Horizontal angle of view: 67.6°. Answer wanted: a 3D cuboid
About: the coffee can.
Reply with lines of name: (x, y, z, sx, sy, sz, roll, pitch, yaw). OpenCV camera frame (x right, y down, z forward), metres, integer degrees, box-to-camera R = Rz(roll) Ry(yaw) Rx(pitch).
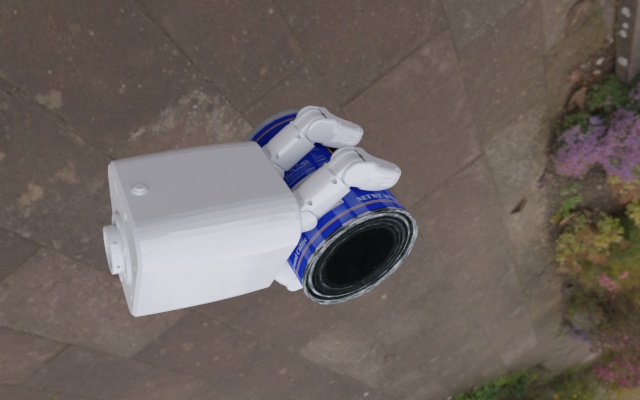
coffee can: (0.000, 0.001, 0.409, 0.103, 0.103, 0.140, 0, 40, -37)
